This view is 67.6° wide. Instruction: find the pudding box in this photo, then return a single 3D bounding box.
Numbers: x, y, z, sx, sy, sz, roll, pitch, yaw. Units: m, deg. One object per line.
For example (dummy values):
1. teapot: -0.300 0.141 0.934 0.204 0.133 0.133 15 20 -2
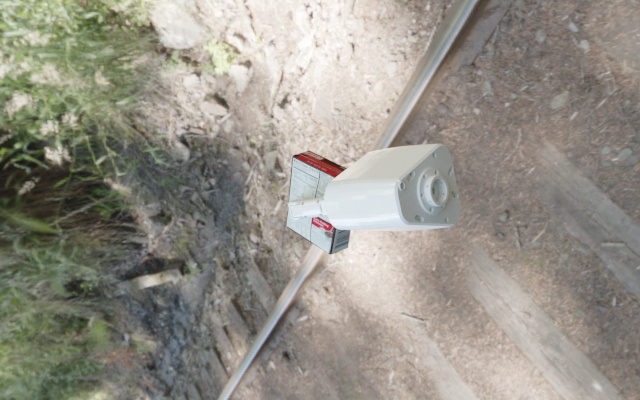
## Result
1. pudding box: 0.000 0.002 0.625 0.039 0.113 0.090 -19 37 -42
